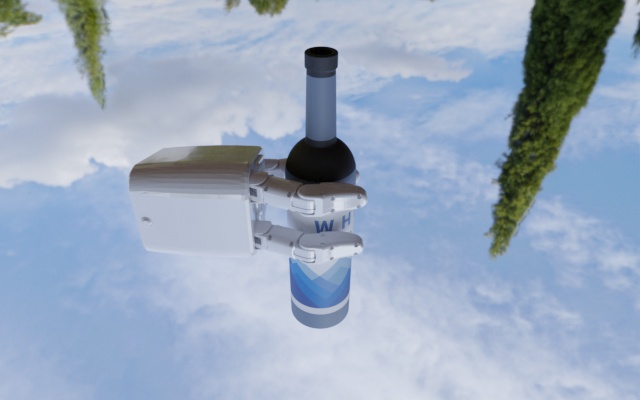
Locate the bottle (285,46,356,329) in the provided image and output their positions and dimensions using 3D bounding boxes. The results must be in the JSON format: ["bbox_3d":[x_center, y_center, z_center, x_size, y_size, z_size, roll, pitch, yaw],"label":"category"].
[{"bbox_3d":[0.000,0.002,0.465,0.069,0.296,0.069,0,35,0],"label":"bottle"}]
